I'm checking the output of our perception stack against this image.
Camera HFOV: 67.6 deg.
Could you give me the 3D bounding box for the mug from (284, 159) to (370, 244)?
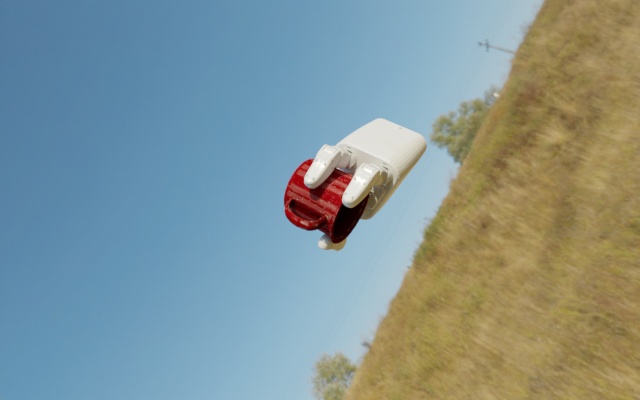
[{"bbox_3d":[-0.001,0.003,0.610,0.081,0.093,0.117,27,40,22],"label":"mug"}]
